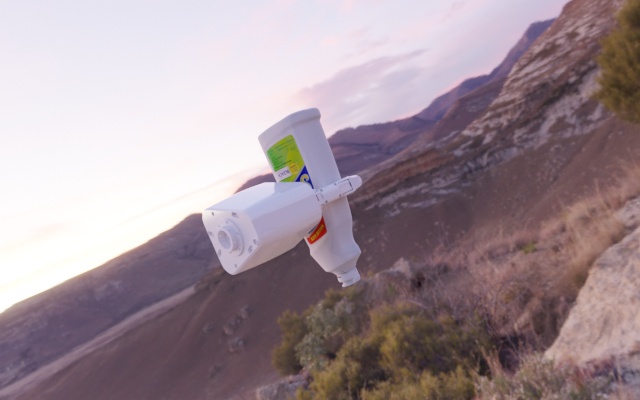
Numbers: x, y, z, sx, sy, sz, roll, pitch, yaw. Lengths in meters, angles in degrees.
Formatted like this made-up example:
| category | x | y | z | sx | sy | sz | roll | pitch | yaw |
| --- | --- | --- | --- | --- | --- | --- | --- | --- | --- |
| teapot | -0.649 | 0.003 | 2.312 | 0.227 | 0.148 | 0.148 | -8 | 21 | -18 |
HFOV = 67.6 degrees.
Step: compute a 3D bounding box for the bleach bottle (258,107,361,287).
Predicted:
| category | x | y | z | sx | sy | sz | roll | pitch | yaw |
| --- | --- | --- | --- | --- | --- | --- | --- | --- | --- |
| bleach bottle | 0.000 | 0.002 | 0.686 | 0.102 | 0.251 | 0.068 | -23 | 1 | 45 |
